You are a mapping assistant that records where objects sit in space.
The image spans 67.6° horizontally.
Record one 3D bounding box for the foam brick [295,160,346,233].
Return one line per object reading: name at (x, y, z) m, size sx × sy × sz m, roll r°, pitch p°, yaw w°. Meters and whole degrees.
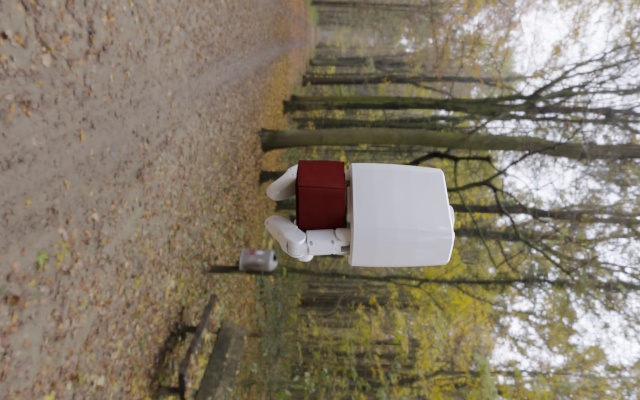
foam brick at (0.000, 0.002, 0.515) m, size 0.051 × 0.078 × 0.053 m, roll 1°, pitch 37°, yaw 0°
